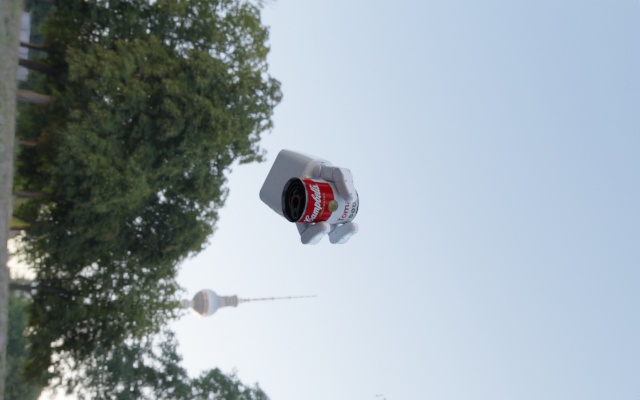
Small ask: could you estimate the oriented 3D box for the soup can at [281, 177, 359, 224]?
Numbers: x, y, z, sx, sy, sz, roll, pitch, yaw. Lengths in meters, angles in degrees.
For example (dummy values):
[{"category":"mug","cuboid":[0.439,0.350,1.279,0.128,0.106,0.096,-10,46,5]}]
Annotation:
[{"category":"soup can","cuboid":[0.001,0.002,0.735,0.102,0.068,0.068,4,-3,-36]}]
